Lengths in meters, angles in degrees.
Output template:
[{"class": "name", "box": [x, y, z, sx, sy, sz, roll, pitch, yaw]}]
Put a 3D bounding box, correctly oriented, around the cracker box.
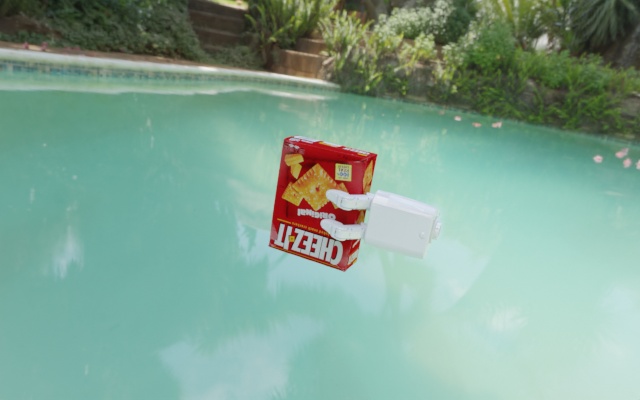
[{"class": "cracker box", "box": [0.000, 0.003, 0.873, 0.164, 0.214, 0.072, 16, 17, 20]}]
